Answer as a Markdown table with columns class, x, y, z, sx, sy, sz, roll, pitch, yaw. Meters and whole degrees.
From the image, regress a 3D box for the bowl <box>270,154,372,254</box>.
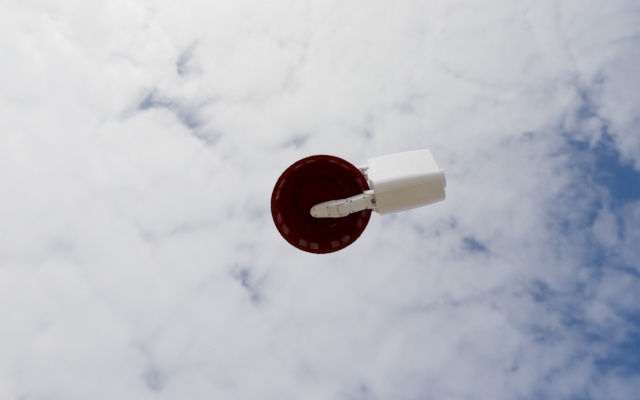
| class | x | y | z | sx | sy | sz | roll | pitch | yaw |
| --- | --- | --- | --- | --- | --- | --- | --- | --- | --- |
| bowl | -0.001 | 0.002 | 0.774 | 0.162 | 0.162 | 0.055 | 0 | 13 | -5 |
